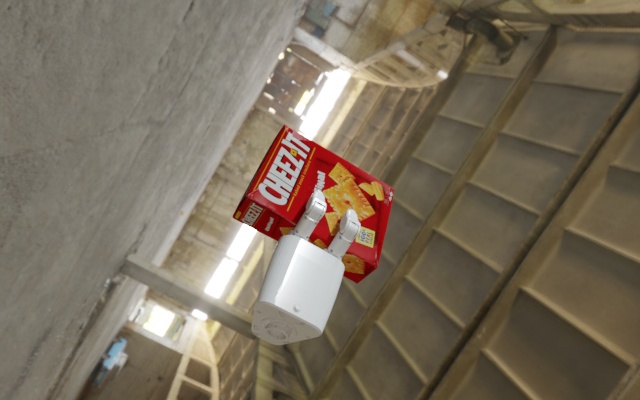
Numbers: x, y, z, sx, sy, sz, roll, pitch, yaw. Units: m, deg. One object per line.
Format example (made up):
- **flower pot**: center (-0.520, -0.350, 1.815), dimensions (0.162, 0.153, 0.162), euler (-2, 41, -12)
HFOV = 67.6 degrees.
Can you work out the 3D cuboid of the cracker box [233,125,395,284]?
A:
- **cracker box**: center (0.000, 0.003, 0.728), dimensions (0.214, 0.164, 0.072), euler (30, -41, -10)
